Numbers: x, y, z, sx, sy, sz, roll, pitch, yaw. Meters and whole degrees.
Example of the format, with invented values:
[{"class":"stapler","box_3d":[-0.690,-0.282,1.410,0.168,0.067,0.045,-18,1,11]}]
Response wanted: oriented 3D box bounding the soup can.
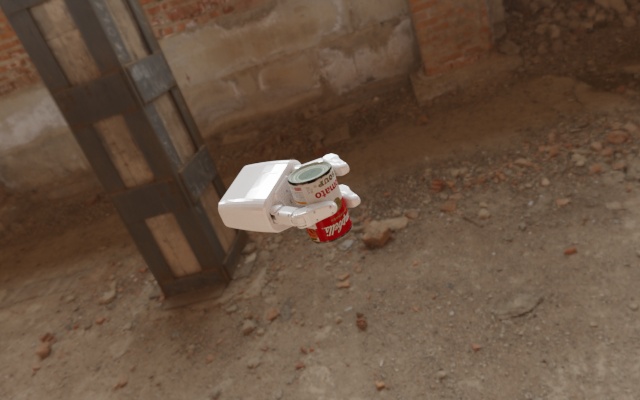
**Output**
[{"class":"soup can","box_3d":[0.000,0.002,0.692,0.068,0.102,0.068,-17,25,8]}]
